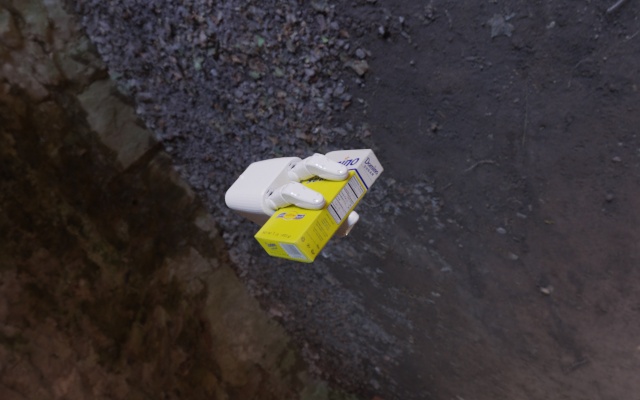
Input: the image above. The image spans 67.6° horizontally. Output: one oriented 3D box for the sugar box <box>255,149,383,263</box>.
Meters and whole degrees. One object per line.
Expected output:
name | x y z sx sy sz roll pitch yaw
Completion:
sugar box | 0.000 0.002 0.645 0.093 0.176 0.048 3 -42 49
